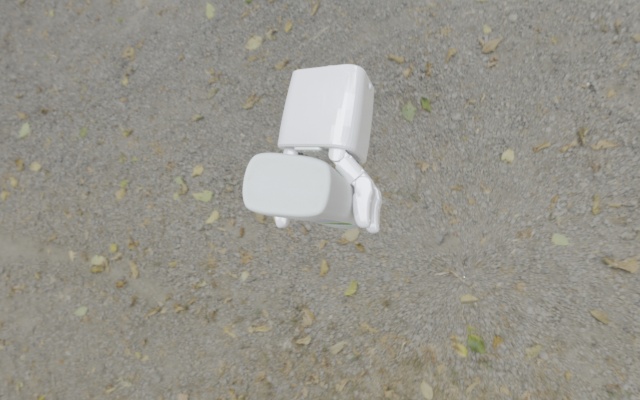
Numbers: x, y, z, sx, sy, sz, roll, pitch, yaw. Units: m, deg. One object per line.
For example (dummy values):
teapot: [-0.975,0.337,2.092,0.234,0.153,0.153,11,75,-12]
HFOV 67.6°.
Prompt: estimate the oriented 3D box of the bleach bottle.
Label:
bleach bottle: [0.000,0.002,0.614,0.102,0.068,0.251,7,-7,18]
